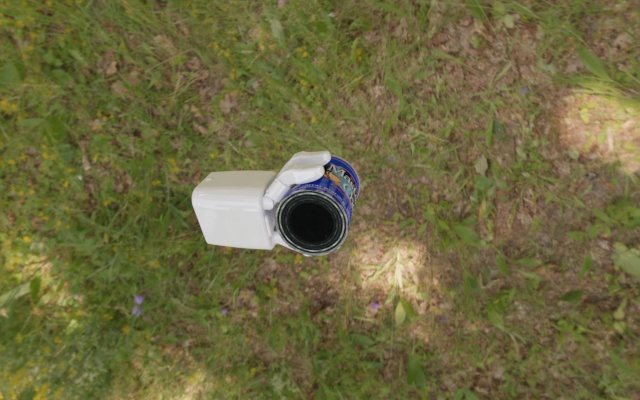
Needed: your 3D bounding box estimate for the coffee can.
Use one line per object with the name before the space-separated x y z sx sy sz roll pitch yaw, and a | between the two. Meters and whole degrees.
coffee can | 0.000 0.002 0.710 0.103 0.103 0.140 0 25 12
